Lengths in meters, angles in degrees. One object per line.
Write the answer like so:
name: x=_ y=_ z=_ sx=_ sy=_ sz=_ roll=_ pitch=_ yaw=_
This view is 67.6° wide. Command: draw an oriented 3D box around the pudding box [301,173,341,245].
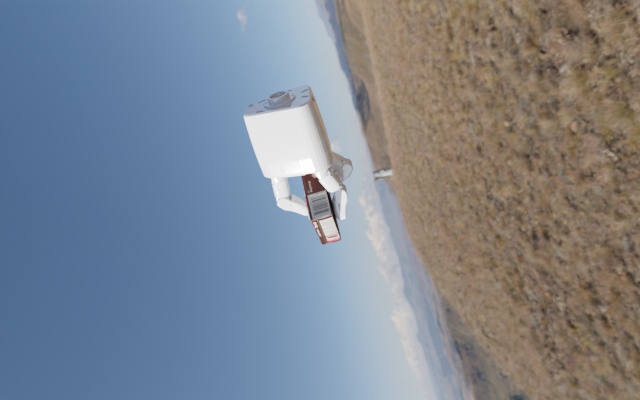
pudding box: x=0.000 y=0.003 z=0.782 sx=0.039 sy=0.113 sz=0.090 roll=-14 pitch=-32 yaw=6
